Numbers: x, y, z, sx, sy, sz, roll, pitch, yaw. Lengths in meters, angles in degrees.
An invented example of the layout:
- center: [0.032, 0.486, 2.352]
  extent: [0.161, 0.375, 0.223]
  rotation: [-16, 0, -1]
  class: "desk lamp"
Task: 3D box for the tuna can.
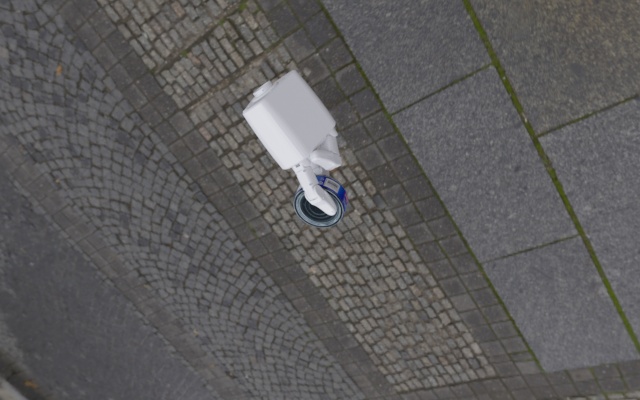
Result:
- center: [0.000, 0.003, 0.772]
  extent: [0.086, 0.086, 0.033]
  rotation: [0, 37, 17]
  class: "tuna can"
